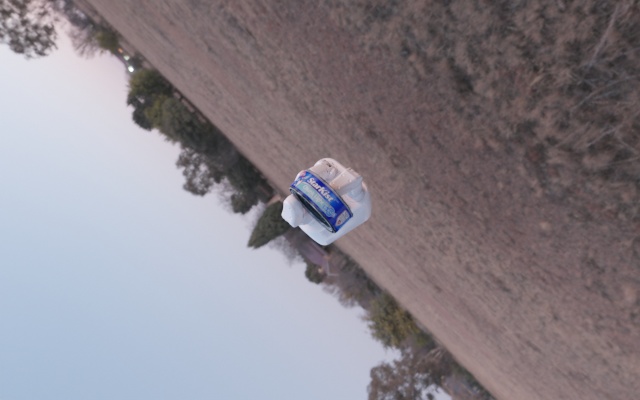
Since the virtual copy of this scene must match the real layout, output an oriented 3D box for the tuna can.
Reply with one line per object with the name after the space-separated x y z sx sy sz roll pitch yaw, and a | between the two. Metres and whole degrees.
0.000 0.002 0.611 0.034 0.086 0.086 -45 8 -8 | tuna can
